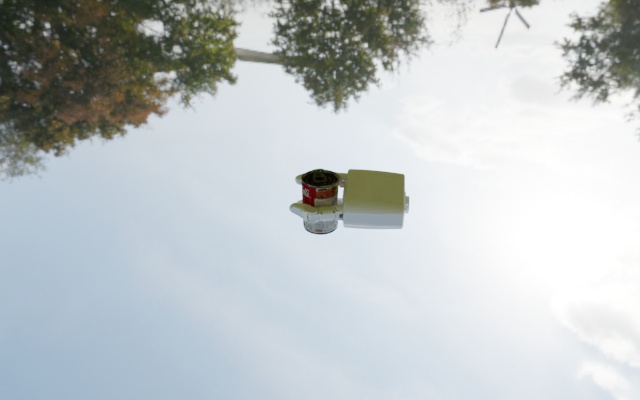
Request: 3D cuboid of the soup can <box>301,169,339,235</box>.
[{"bbox_3d":[0.000,0.003,0.875,0.068,0.102,0.068,-1,30,0],"label":"soup can"}]
